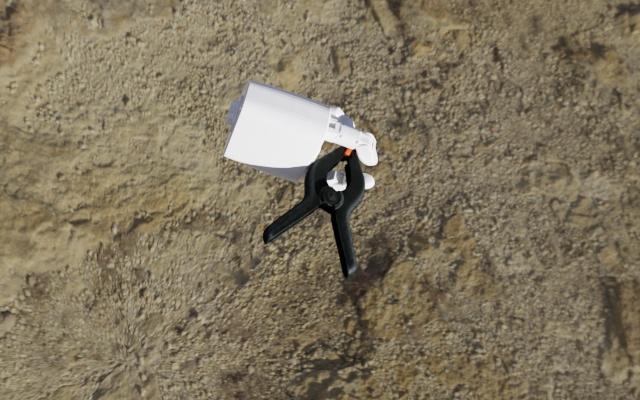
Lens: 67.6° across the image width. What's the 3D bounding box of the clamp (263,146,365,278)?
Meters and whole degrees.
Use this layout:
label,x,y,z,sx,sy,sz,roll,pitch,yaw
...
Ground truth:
label,x,y,z,sx,sy,sz,roll,pitch,yaw
clamp,0.000,0.002,0.598,0.120,0.171,0.039,17,-23,-15
